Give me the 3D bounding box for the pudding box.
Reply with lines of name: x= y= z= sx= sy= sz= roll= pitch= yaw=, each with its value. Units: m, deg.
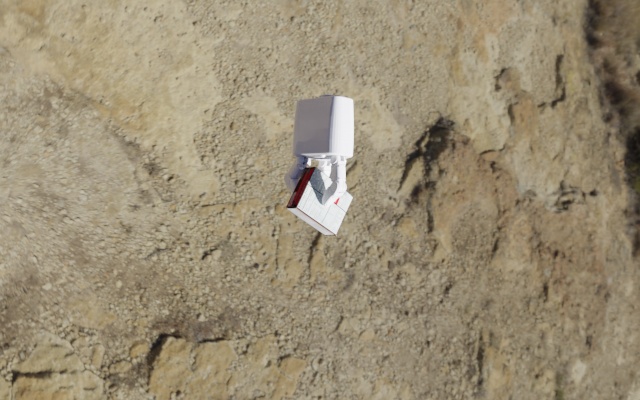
pudding box: x=0.000 y=0.003 z=0.898 sx=0.113 sy=0.090 sz=0.039 roll=36 pitch=-21 yaw=-30
